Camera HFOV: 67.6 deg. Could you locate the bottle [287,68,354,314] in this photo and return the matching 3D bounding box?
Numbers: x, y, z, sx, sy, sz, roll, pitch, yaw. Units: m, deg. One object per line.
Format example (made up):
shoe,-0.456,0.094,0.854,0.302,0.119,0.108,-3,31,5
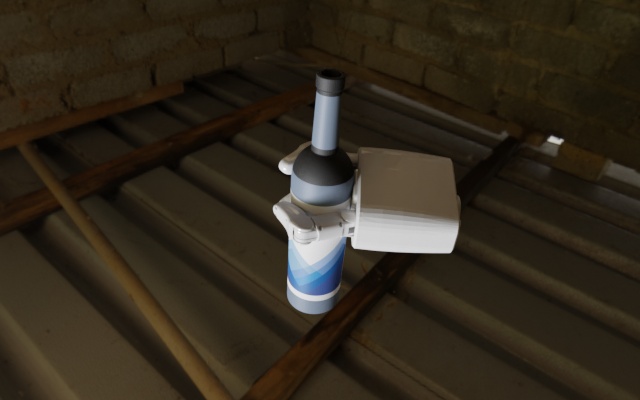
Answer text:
bottle,0.000,0.002,0.526,0.069,0.296,0.069,3,36,-2
